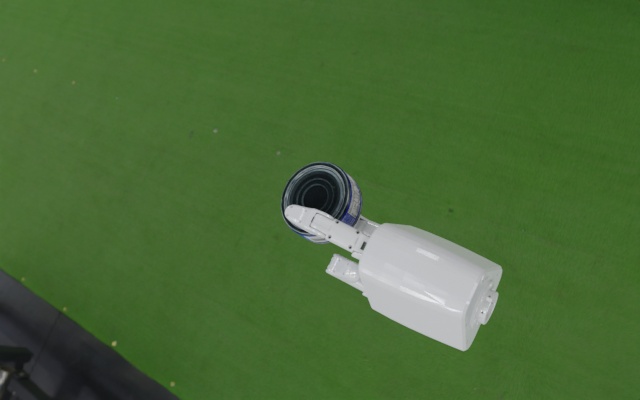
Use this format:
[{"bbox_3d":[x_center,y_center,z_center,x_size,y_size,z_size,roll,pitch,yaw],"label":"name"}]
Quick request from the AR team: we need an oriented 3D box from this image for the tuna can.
[{"bbox_3d":[0.000,0.001,0.520,0.086,0.086,0.034,0,-19,29],"label":"tuna can"}]
